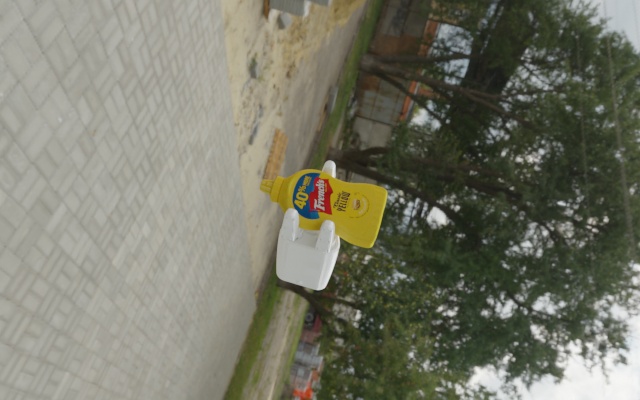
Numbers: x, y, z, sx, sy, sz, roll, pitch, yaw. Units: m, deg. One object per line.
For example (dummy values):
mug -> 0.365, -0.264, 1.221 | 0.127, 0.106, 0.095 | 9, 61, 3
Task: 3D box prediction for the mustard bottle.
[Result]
mustard bottle -> 0.000, 0.002, 0.735 | 0.191, 0.096, 0.058 | 16, -24, 4
